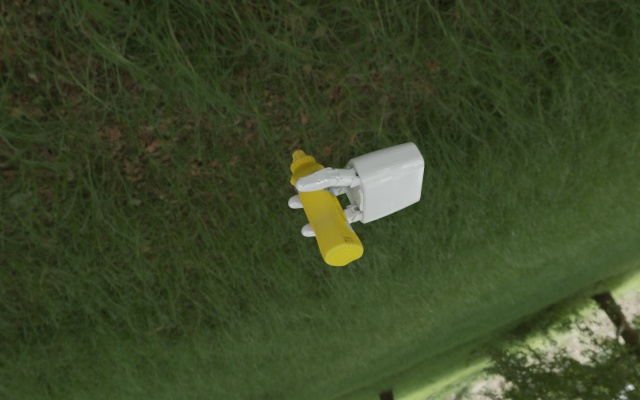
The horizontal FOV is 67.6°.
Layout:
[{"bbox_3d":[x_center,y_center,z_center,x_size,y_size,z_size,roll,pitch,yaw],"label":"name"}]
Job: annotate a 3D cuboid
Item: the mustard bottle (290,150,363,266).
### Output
[{"bbox_3d":[0.000,0.003,0.732,0.058,0.191,0.096,-29,-24,11],"label":"mustard bottle"}]
